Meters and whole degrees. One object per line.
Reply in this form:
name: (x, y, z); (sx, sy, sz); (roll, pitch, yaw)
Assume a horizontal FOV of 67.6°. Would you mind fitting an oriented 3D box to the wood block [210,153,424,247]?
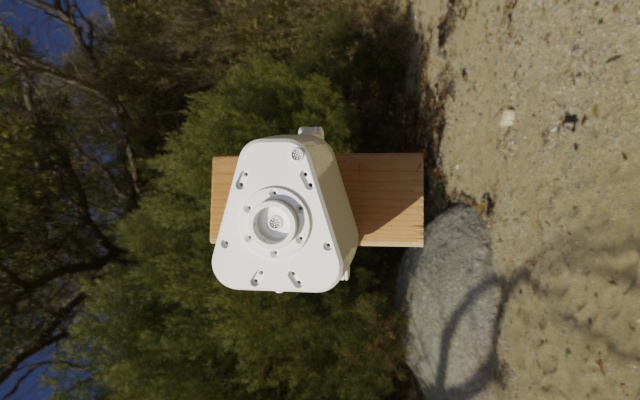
wood block: (0.000, 0.001, 0.498); (0.206, 0.091, 0.090); (1, -4, 8)
